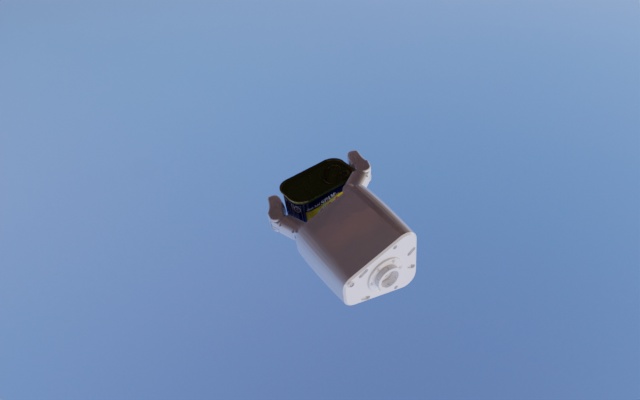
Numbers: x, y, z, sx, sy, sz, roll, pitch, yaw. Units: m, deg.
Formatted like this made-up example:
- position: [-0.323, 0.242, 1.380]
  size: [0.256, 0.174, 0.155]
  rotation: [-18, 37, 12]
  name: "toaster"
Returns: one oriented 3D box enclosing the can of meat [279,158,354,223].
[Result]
- position: [0.000, 0.002, 0.666]
  size: [0.102, 0.084, 0.057]
  rotation: [-29, 44, -22]
  name: "can of meat"
